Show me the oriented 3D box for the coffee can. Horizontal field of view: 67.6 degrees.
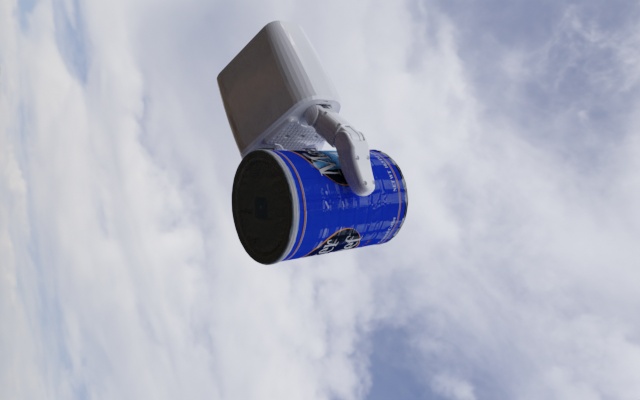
[{"bbox_3d":[0.000,0.002,0.464,0.140,0.103,0.103,-5,3,-39],"label":"coffee can"}]
